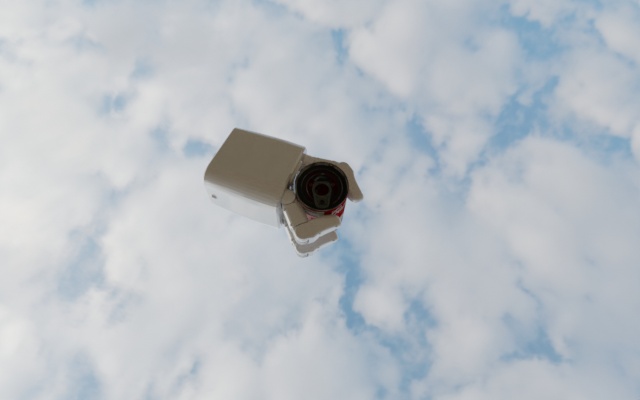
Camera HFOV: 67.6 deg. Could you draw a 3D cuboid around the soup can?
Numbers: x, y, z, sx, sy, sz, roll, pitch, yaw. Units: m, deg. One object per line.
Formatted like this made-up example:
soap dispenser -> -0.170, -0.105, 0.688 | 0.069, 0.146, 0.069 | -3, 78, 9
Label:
soup can -> 0.001, 0.002, 0.639 | 0.068, 0.068, 0.102 | 0, -24, -2
